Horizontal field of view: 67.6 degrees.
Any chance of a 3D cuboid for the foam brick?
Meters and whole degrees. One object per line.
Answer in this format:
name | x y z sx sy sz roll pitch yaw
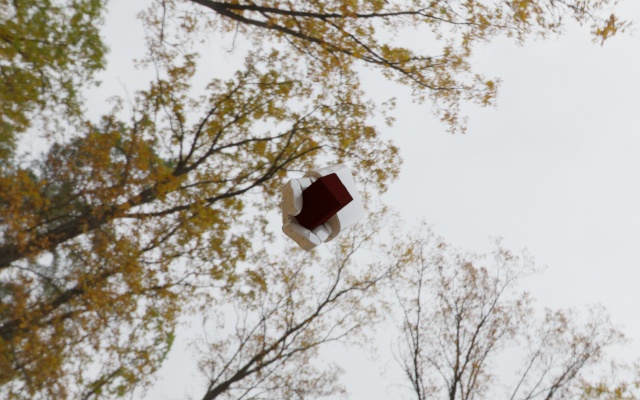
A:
foam brick | 0.000 0.002 0.721 0.078 0.053 0.051 -39 -9 32
